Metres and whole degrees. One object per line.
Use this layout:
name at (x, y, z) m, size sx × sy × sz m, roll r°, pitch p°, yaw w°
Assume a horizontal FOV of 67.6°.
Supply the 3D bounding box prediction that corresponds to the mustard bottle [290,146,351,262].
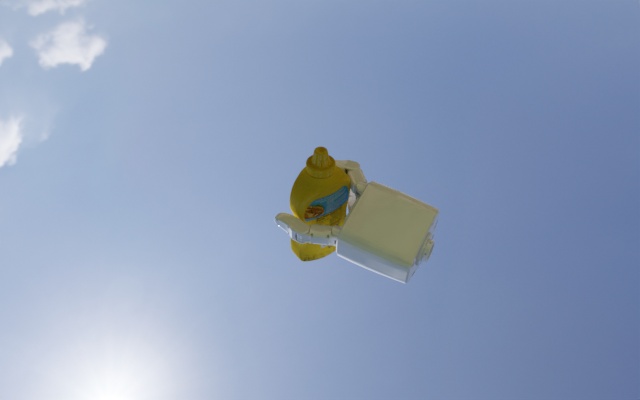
mustard bottle at (0.000, 0.002, 0.702) m, size 0.096 × 0.192 × 0.058 m, roll -25°, pitch 50°, yaw -25°
